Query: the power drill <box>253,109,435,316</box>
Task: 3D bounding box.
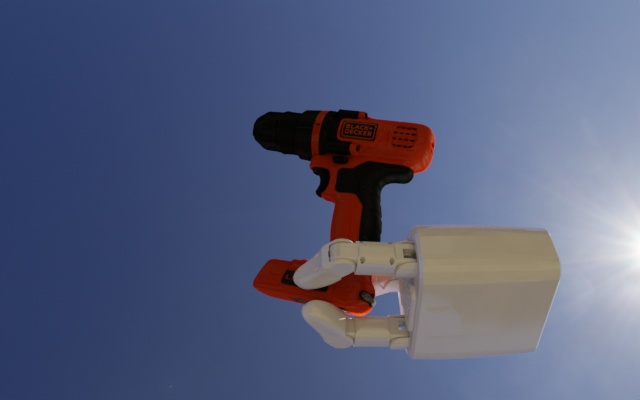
[{"bbox_3d":[0.000,0.002,0.446,0.184,0.187,0.057,9,-17,21],"label":"power drill"}]
